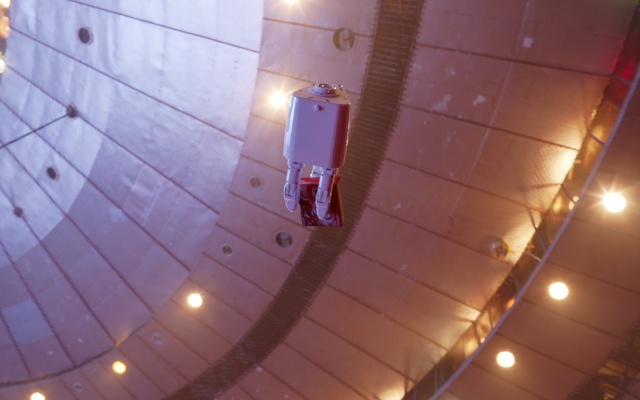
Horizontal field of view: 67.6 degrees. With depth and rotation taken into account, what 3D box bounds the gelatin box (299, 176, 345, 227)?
[{"bbox_3d":[0.000,0.003,0.825,0.073,0.089,0.030,0,33,13],"label":"gelatin box"}]
